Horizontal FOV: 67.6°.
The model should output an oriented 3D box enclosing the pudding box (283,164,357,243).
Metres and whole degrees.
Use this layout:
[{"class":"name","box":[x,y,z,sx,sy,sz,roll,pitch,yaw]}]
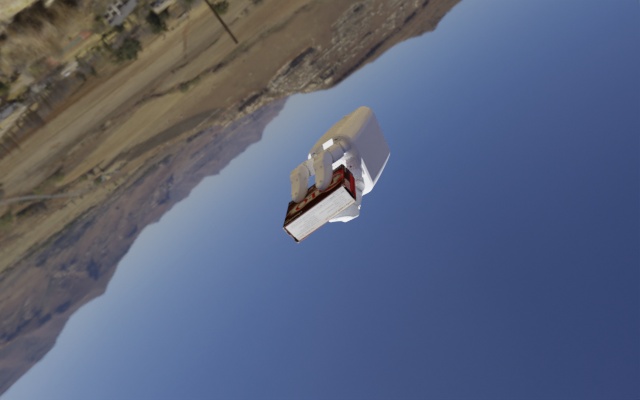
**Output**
[{"class":"pudding box","box":[0.000,0.002,0.713,0.113,0.039,0.090,-38,16,16]}]
